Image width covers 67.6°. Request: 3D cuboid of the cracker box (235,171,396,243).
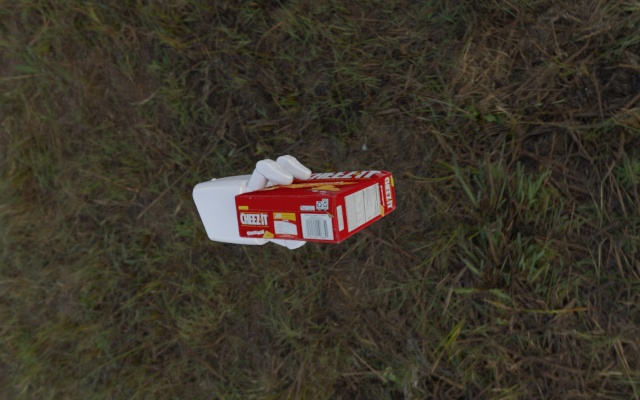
[{"bbox_3d":[0.000,0.003,0.732,0.164,0.072,0.213,0,12,29],"label":"cracker box"}]
